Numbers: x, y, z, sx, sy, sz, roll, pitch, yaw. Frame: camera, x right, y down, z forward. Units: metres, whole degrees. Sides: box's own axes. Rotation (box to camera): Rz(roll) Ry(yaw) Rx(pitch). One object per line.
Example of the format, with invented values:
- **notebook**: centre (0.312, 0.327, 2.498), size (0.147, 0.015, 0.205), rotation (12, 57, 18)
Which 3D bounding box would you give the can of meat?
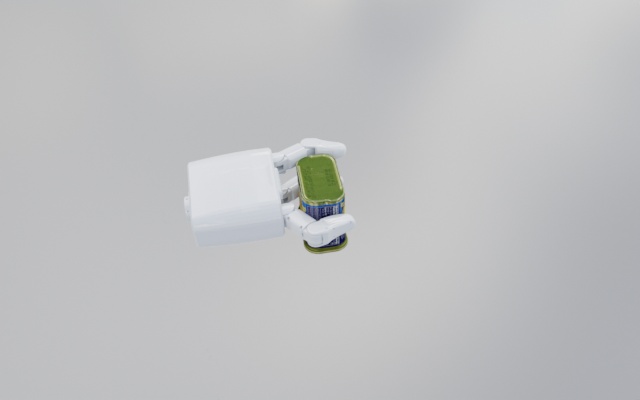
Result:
- **can of meat**: centre (0.000, 0.002, 0.607), size (0.057, 0.084, 0.102), rotation (-8, 41, -5)
